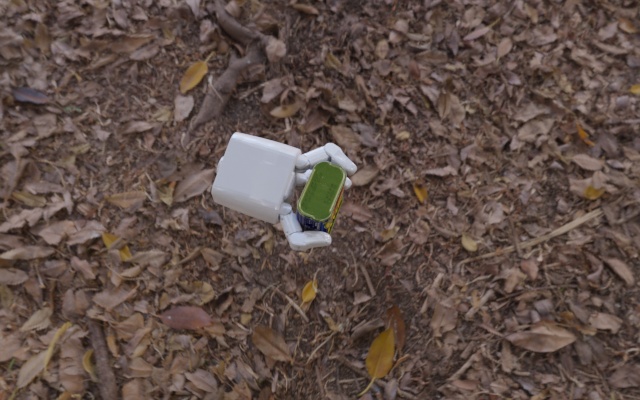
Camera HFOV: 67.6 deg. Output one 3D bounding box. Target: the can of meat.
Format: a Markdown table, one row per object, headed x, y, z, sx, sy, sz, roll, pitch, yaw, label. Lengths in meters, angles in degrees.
| x | y | z | sx | sy | sz | roll | pitch | yaw | label |
| --- | --- | --- | --- | --- | --- | --- | --- | --- | --- |
| 0.000 | 0.002 | 0.720 | 0.057 | 0.102 | 0.084 | 20 | -26 | 6 | can of meat |
